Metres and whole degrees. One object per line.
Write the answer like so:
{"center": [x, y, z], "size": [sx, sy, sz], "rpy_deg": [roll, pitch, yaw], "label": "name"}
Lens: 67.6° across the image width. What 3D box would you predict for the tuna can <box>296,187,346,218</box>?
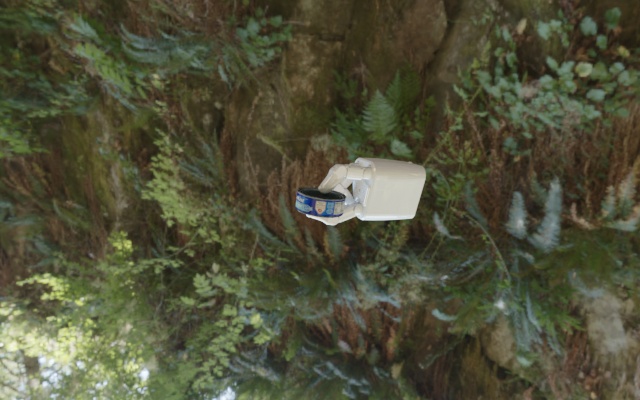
{"center": [0.000, 0.003, 0.825], "size": [0.086, 0.034, 0.086], "rpy_deg": [8, 13, -2], "label": "tuna can"}
